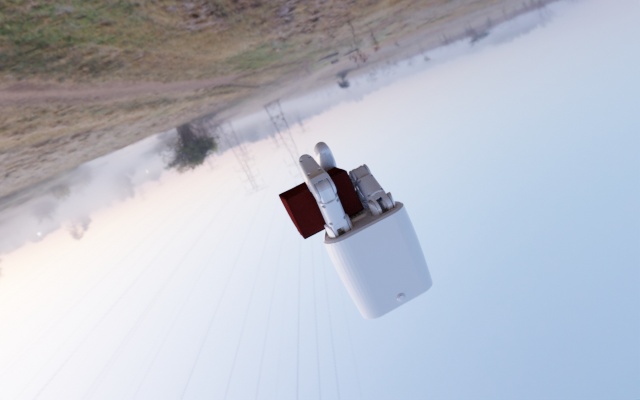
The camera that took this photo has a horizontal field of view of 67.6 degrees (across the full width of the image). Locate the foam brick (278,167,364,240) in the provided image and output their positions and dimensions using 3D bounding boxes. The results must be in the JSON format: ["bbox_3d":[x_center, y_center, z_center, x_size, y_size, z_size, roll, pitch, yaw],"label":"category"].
[{"bbox_3d":[0.000,0.002,0.546,0.078,0.051,0.053,-26,13,-8],"label":"foam brick"}]
